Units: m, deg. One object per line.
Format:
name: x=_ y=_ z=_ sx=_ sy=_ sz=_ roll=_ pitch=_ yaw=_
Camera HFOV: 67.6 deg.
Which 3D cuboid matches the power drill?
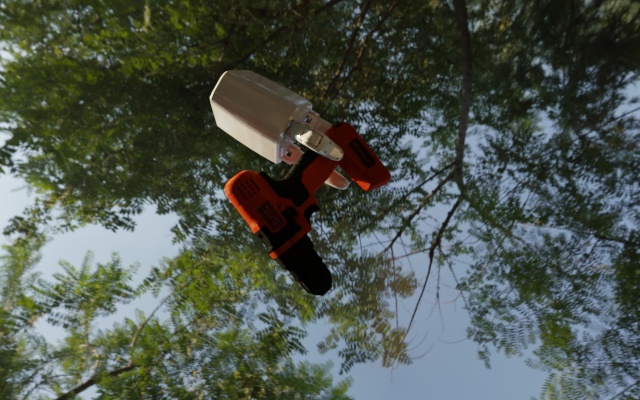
power drill: x=0.000 y=0.002 z=0.614 sx=0.187 sy=0.184 sz=0.057 roll=-39 pitch=3 yaw=-20
